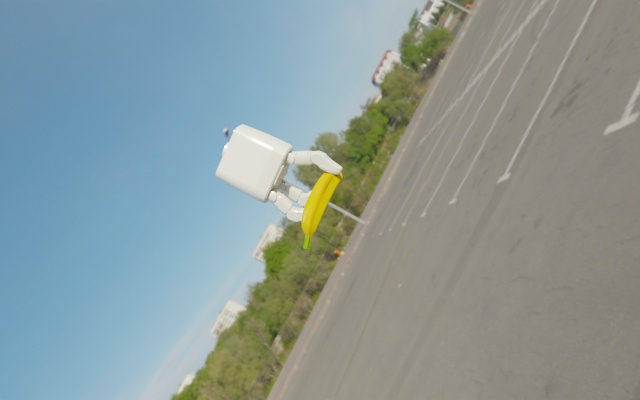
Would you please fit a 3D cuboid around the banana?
[{"bbox_3d":[0.003,-0.007,0.849,0.037,0.197,0.070,23,-42,5],"label":"banana"}]
